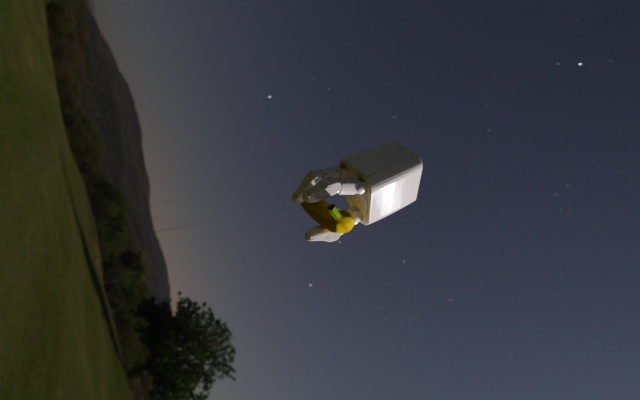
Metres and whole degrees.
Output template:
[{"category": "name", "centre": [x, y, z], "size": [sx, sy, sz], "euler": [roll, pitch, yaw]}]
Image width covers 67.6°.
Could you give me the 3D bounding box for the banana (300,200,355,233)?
[{"category": "banana", "centre": [0.011, 0.018, 0.765], "size": [0.037, 0.070, 0.198], "euler": [-36, 16, -12]}]
